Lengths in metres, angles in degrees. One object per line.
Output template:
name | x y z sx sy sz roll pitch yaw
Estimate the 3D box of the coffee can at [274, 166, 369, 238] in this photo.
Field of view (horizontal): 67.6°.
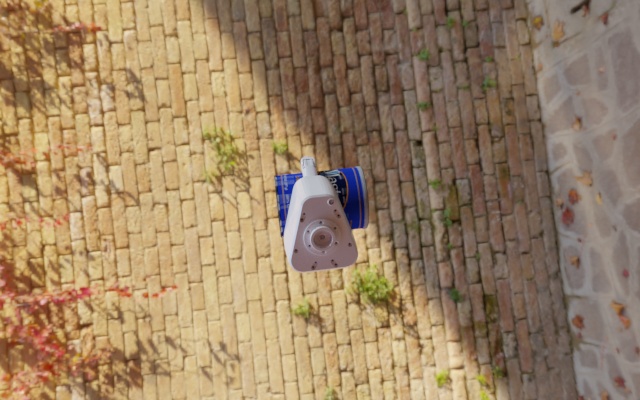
coffee can | 0.000 0.002 0.774 0.140 0.103 0.103 -6 0 -4
